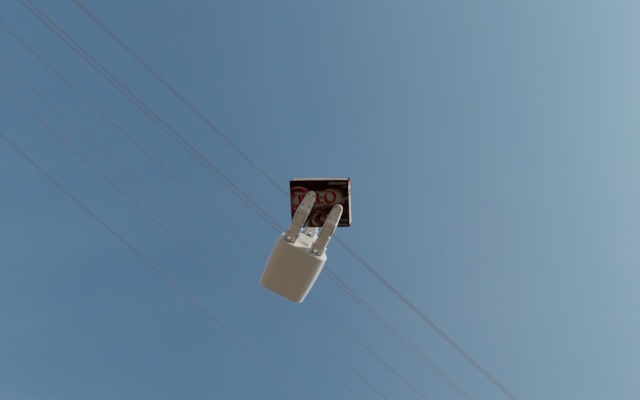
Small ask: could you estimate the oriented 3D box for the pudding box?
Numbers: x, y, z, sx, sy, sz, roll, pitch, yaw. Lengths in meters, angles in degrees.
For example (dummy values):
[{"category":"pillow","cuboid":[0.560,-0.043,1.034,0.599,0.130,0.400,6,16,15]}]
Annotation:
[{"category":"pudding box","cuboid":[0.000,0.003,0.894,0.113,0.090,0.039,-1,12,6]}]
